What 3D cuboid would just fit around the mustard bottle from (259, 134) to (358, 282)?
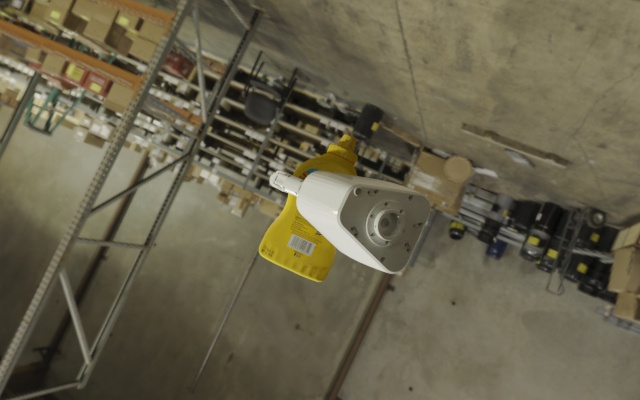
[{"bbox_3d":[0.000,0.002,0.628,0.096,0.191,0.058,25,-2,-1],"label":"mustard bottle"}]
